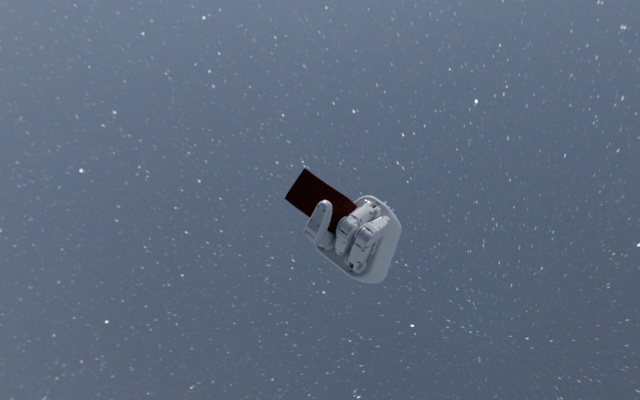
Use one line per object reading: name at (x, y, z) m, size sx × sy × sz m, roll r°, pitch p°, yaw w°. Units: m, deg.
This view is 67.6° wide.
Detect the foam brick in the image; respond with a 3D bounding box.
foam brick at (0.000, 0.002, 0.664) m, size 0.078 × 0.053 × 0.051 m, roll 36°, pitch 0°, yaw 25°
